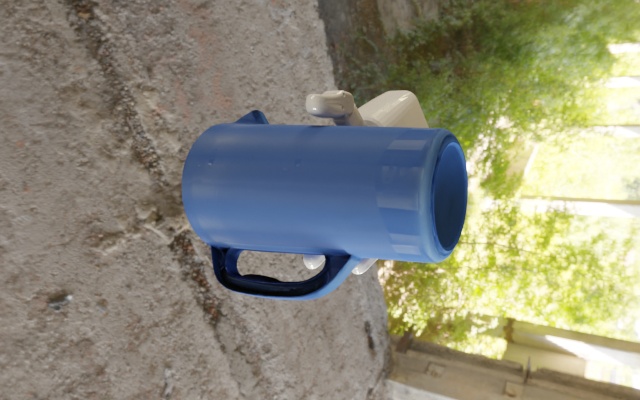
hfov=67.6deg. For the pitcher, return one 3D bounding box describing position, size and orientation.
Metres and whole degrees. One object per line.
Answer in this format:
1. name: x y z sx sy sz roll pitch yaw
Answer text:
1. pitcher: 0.000 0.001 0.439 0.243 0.149 0.145 4 31 33
